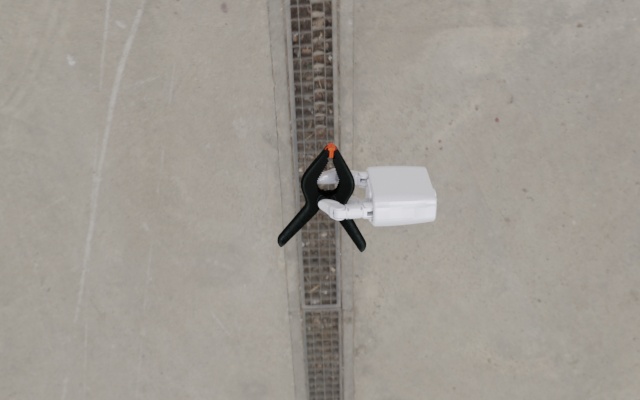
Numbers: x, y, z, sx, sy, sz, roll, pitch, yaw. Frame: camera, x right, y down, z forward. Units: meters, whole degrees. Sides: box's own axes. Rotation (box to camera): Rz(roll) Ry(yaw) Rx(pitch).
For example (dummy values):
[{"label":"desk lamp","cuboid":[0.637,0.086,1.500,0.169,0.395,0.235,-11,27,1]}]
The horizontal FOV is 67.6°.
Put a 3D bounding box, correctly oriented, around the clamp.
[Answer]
[{"label":"clamp","cuboid":[0.000,0.003,0.850,0.164,0.210,0.036,-3,25,-1]}]
